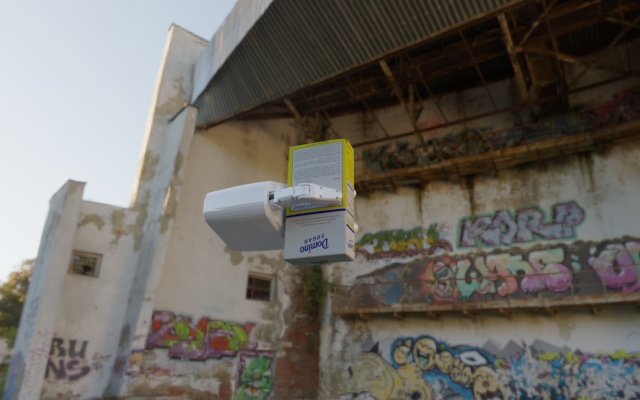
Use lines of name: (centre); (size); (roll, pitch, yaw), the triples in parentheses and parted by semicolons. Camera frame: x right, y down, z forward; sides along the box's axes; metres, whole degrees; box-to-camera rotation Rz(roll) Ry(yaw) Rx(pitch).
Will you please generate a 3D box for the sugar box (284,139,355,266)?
sugar box: (0.000, 0.002, 0.684); (0.093, 0.176, 0.048); (-7, -22, 20)
